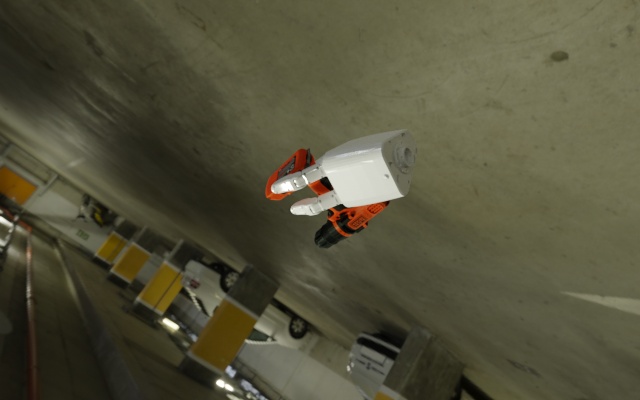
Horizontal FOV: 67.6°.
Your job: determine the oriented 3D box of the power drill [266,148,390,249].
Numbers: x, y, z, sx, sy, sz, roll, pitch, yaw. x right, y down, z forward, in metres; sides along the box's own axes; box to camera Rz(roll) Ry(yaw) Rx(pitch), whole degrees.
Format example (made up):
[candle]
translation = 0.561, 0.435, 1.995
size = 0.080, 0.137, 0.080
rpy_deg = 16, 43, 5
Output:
[power drill]
translation = 0.000, 0.002, 0.843
size = 0.188, 0.057, 0.184
rpy_deg = 30, -52, -26
